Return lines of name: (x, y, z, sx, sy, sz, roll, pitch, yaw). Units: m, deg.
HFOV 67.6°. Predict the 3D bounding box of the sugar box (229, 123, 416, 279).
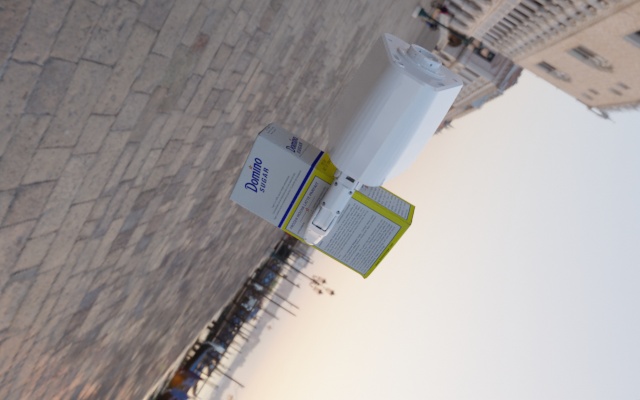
sugar box: (0.000, 0.001, 0.507, 0.176, 0.093, 0.048, 33, 34, 1)
